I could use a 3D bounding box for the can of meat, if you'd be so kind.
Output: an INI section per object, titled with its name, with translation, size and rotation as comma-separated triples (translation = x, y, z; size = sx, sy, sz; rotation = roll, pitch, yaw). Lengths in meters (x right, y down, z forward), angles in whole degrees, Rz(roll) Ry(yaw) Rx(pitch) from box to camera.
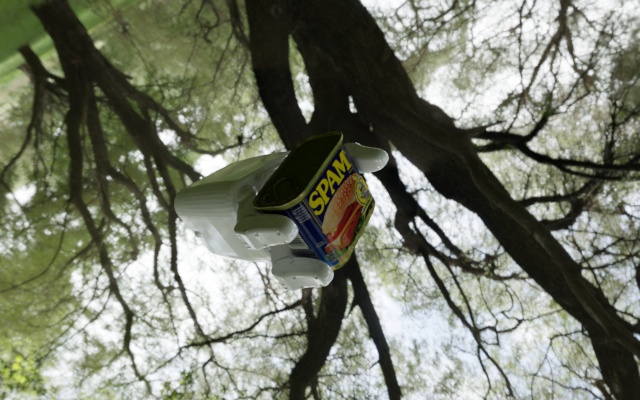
[can of meat]
translation = 0.000, 0.002, 0.434
size = 0.057, 0.084, 0.102
rotation = -4, 40, 40
